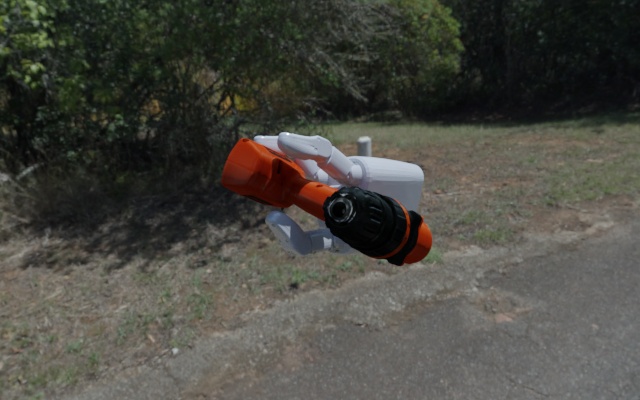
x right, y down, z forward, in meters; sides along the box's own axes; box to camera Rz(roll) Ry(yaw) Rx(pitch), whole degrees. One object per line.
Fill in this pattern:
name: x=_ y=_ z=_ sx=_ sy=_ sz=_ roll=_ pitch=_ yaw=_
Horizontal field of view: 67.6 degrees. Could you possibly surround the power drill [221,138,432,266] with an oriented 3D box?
power drill: x=0.000 y=0.001 z=0.440 sx=0.187 sy=0.057 sz=0.184 roll=26 pitch=-1 yaw=30
